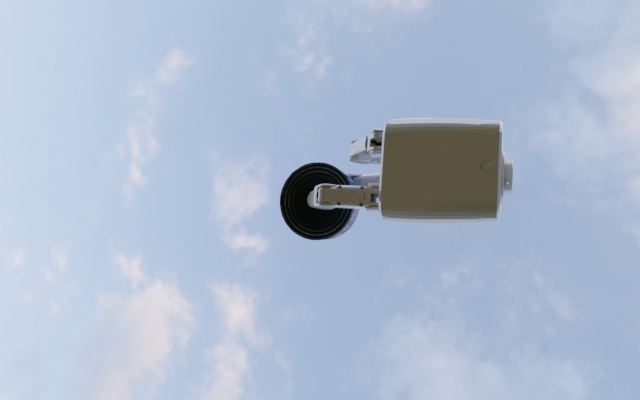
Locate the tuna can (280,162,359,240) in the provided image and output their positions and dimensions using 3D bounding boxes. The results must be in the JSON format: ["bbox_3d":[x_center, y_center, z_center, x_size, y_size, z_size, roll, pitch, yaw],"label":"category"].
[{"bbox_3d":[0.000,0.002,0.536,0.086,0.086,0.034,0,-4,19],"label":"tuna can"}]
